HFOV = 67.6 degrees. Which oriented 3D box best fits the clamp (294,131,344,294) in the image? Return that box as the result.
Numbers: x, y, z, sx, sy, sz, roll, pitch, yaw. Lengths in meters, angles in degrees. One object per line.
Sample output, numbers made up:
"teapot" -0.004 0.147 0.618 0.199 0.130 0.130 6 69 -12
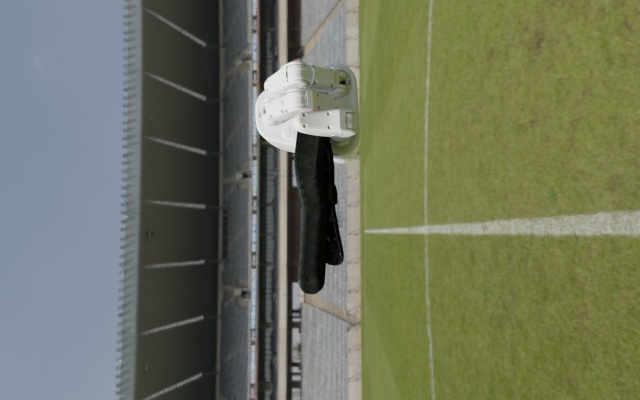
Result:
"clamp" -0.001 0.001 0.486 0.039 0.171 0.120 0 -2 8
